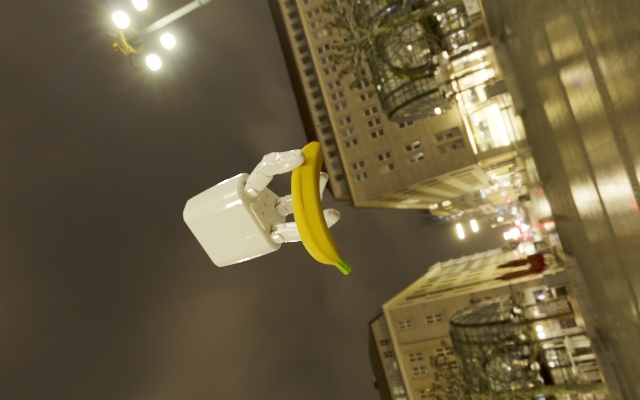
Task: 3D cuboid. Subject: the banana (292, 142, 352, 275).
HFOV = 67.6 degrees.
[{"bbox_3d":[-0.009,0.000,0.616,0.037,0.197,0.070,-24,-28,25],"label":"banana"}]
